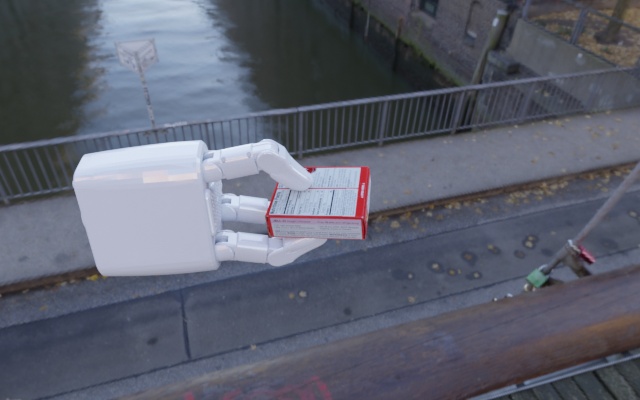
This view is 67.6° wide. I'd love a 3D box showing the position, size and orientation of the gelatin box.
[{"bbox_3d":[0.000,0.001,0.442,0.089,0.030,0.073,0,40,10],"label":"gelatin box"}]
